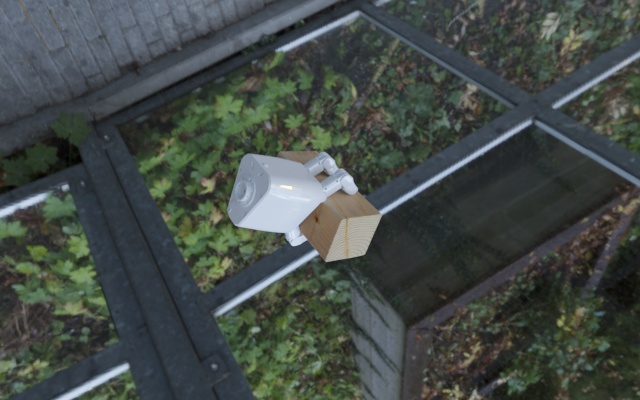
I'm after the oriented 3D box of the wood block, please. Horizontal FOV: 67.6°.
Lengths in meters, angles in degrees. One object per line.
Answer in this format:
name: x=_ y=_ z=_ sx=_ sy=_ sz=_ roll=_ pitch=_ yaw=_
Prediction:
wood block: x=0.000 y=0.003 z=0.841 sx=0.090 sy=0.091 sz=0.206 roll=-5 pitch=38 yaw=-37
